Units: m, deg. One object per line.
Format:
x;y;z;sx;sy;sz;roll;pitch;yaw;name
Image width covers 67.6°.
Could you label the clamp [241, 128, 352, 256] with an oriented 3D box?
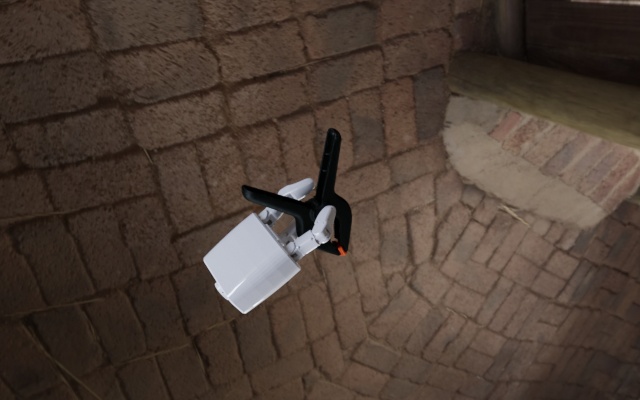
0.001;0.003;0.730;0.164;0.210;0.036;-39;36;-3;clamp
